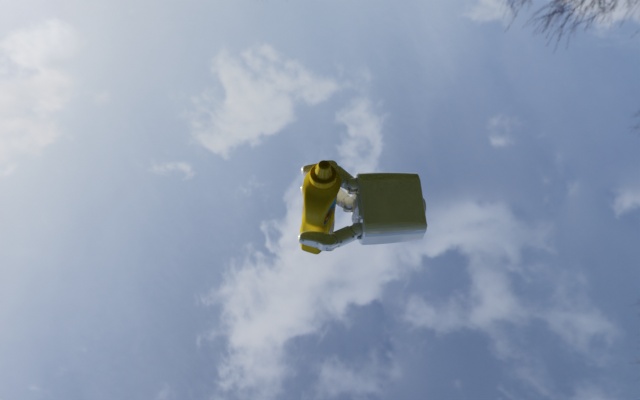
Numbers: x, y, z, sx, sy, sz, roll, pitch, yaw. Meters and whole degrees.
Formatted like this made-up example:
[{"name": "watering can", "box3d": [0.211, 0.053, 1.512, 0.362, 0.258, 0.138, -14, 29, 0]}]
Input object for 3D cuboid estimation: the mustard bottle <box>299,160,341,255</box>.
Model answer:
[{"name": "mustard bottle", "box3d": [0.000, 0.003, 0.772, 0.058, 0.096, 0.192, 17, -34, 7]}]
